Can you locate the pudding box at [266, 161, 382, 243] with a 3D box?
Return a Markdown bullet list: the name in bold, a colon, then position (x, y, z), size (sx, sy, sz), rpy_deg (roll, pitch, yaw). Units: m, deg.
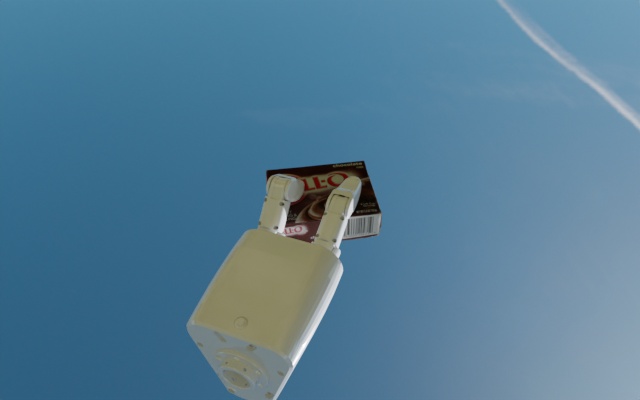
- **pudding box**: position (0.000, 0.002, 0.504), size (0.113, 0.039, 0.090), rpy_deg (-5, 42, -6)
